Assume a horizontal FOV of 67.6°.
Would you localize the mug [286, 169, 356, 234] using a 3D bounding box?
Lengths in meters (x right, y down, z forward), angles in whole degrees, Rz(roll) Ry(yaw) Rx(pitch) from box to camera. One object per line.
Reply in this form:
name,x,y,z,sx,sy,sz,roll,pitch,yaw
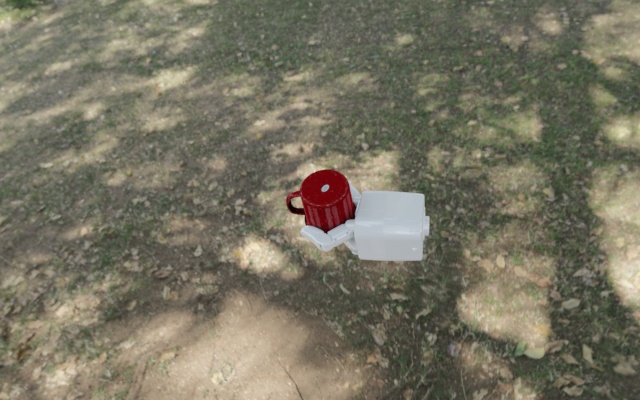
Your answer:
mug,-0.001,0.002,0.793,0.117,0.093,0.082,1,-38,12
